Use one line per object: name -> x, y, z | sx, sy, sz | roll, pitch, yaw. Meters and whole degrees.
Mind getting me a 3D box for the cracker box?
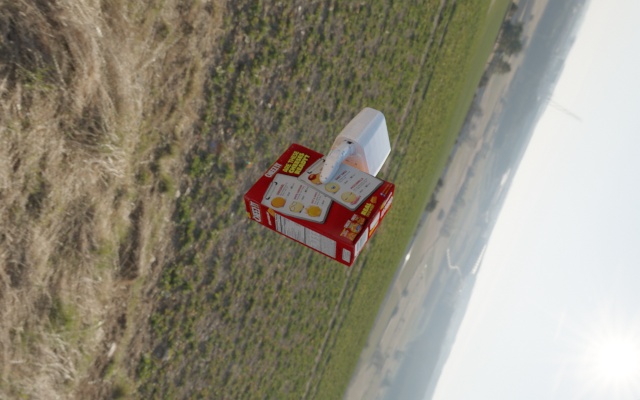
cracker box -> 0.000, 0.003, 0.847 | 0.213, 0.072, 0.164 | 24, 52, 19
